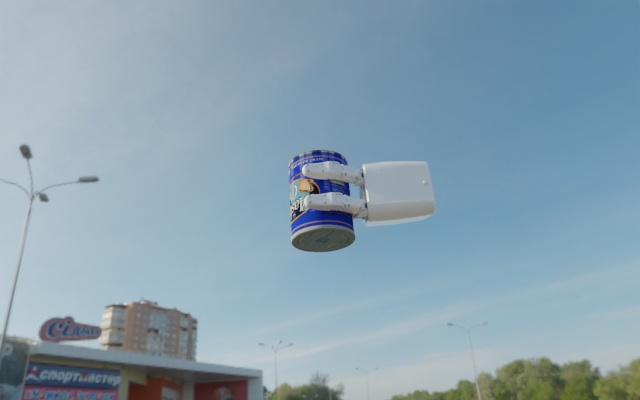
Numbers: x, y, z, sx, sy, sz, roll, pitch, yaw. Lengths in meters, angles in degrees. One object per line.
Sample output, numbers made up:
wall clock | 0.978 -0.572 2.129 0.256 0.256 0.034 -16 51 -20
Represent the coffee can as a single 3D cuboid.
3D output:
coffee can | 0.000 0.003 0.789 0.103 0.140 0.103 -3 -26 -2
